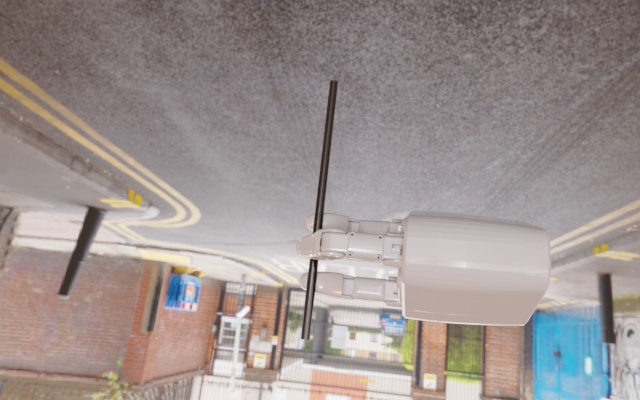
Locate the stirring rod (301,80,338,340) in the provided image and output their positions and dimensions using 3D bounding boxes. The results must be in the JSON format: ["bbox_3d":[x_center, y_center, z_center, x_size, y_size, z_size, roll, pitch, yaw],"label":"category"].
[{"bbox_3d":[0.000,0.001,0.432,0.011,0.239,0.011,6,-14,2],"label":"stirring rod"}]
